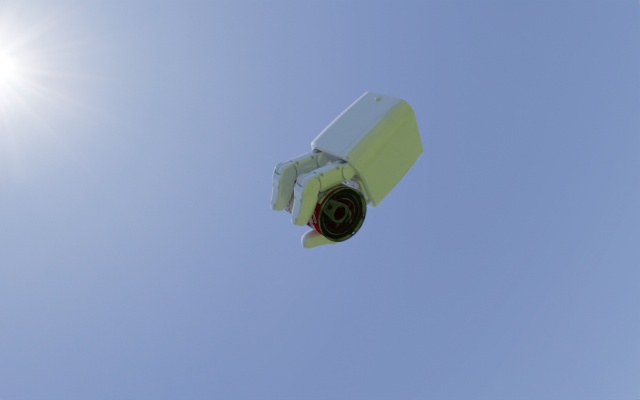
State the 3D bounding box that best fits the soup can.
[{"bbox_3d":[0.000,0.002,0.598,0.068,0.068,0.102,0,18,-35],"label":"soup can"}]
